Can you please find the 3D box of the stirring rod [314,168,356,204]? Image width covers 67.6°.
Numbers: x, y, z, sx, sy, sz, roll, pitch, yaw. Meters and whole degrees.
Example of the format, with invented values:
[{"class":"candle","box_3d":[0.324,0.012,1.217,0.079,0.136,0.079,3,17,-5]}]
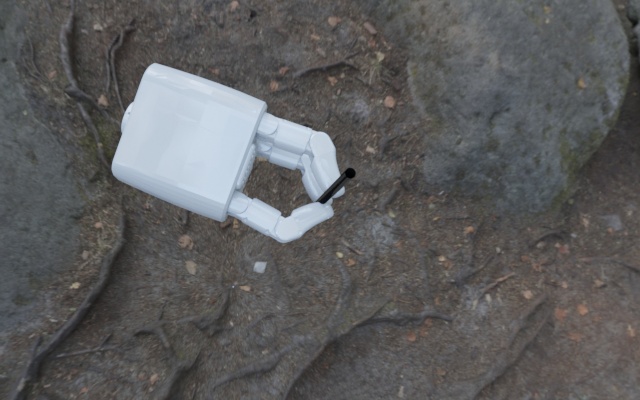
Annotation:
[{"class":"stirring rod","box_3d":[0.000,0.002,0.457,0.011,0.011,0.239,0,-10,-10]}]
